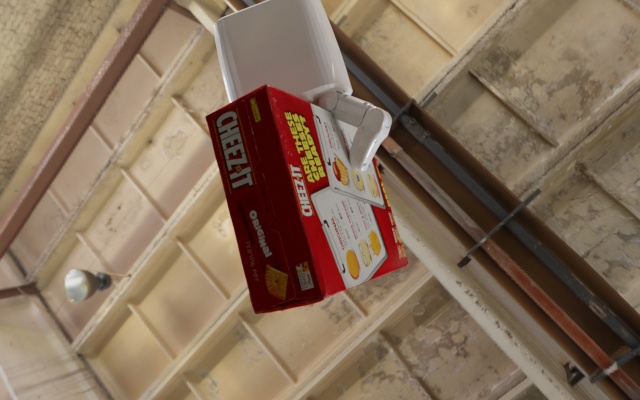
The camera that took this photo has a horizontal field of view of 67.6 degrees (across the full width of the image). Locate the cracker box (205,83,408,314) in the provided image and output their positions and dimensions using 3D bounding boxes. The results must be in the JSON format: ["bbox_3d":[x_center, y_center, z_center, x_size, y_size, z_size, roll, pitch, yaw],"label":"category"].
[{"bbox_3d":[0.000,0.001,0.446,0.072,0.164,0.214,-20,-9,25],"label":"cracker box"}]
